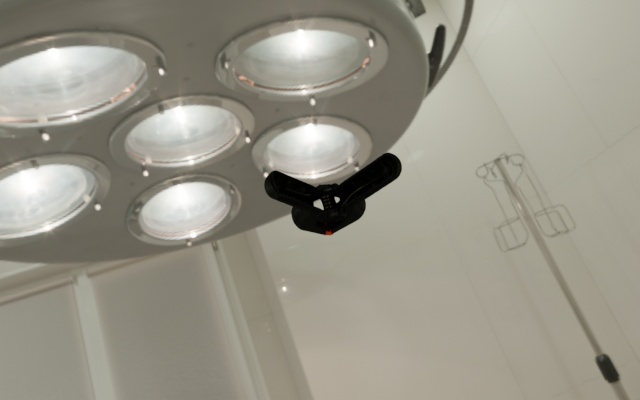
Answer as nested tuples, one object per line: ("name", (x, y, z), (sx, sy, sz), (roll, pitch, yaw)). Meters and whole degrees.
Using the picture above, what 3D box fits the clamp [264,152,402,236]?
("clamp", (0.000, 0.001, 0.476), (0.120, 0.039, 0.171), (-1, -23, -11))
